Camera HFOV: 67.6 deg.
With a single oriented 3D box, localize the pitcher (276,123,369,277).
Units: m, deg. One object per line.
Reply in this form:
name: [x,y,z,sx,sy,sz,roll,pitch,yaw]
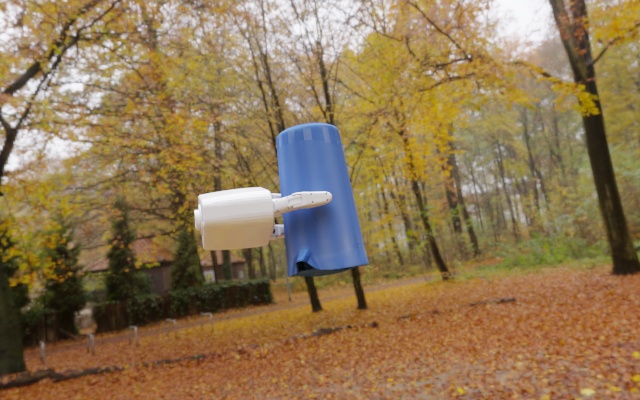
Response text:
pitcher: [0.000,0.003,0.799,0.145,0.243,0.149,-6,-8,-15]
